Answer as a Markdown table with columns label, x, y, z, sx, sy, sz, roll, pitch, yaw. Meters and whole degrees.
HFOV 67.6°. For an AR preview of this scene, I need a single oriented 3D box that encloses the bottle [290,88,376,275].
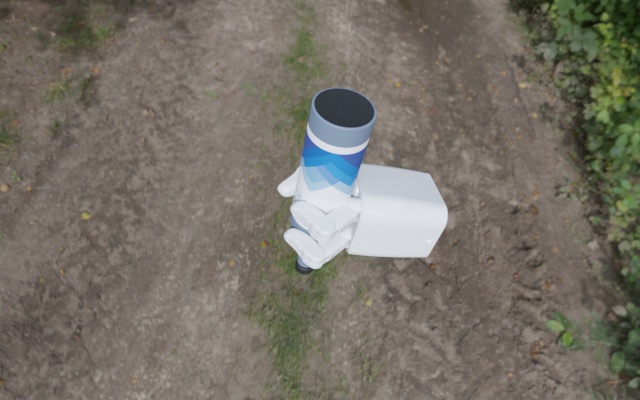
| label | x | y | z | sx | sy | sz | roll | pitch | yaw |
| --- | --- | --- | --- | --- | --- | --- | --- | --- | --- |
| bottle | 0.000 | 0.002 | 0.588 | 0.069 | 0.069 | 0.296 | 0 | -40 | -12 |
